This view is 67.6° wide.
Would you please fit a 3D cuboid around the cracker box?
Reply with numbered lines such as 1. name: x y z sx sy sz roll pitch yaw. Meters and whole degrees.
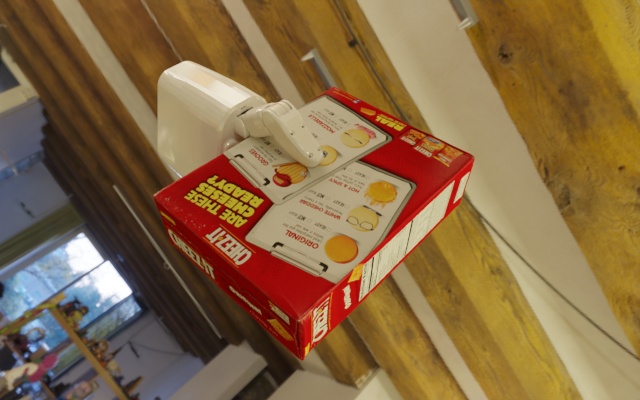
1. cracker box: 0.000 0.001 0.410 0.164 0.072 0.213 34 56 29
